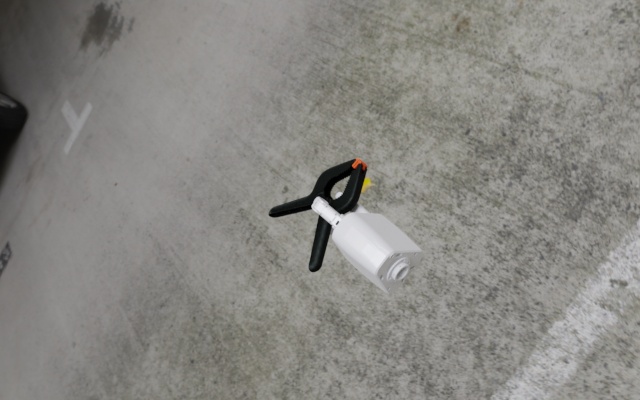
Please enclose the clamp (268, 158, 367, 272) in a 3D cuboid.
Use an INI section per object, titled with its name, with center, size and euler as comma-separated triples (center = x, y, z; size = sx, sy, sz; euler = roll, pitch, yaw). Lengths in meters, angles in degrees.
[clamp]
center = 0.000, 0.002, 0.874
size = 0.164, 0.210, 0.036
euler = 41, 8, 34
